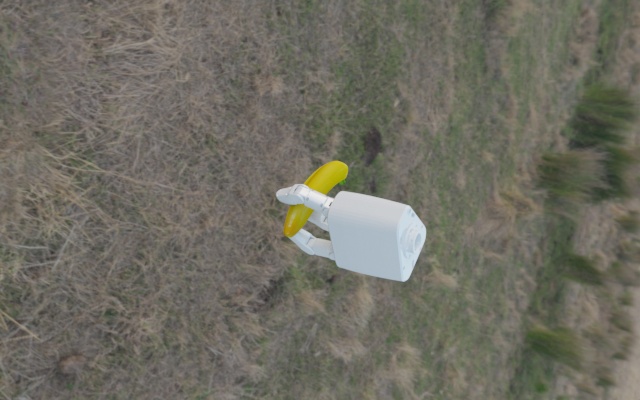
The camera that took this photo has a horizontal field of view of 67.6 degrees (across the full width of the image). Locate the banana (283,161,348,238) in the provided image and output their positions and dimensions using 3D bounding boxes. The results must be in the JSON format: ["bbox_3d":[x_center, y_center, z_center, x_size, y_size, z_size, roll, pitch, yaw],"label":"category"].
[{"bbox_3d":[0.001,-0.015,0.751,0.037,0.070,0.197,12,32,27],"label":"banana"}]
